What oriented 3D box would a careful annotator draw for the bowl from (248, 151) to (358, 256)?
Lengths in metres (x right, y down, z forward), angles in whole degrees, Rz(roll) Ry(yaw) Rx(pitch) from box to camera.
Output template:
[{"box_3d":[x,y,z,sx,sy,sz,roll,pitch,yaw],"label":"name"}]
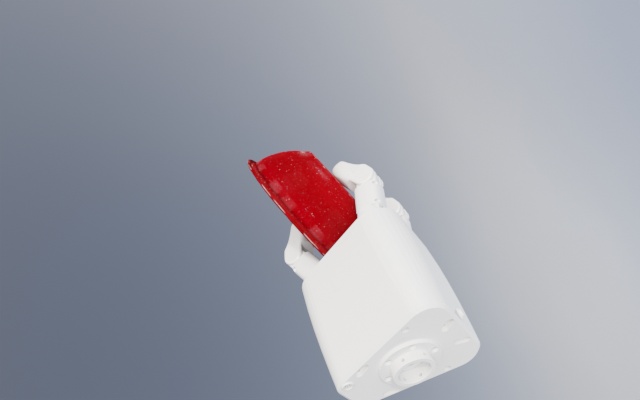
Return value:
[{"box_3d":[0.000,0.000,0.490,0.055,0.162,0.162,-43,-2,2],"label":"bowl"}]
